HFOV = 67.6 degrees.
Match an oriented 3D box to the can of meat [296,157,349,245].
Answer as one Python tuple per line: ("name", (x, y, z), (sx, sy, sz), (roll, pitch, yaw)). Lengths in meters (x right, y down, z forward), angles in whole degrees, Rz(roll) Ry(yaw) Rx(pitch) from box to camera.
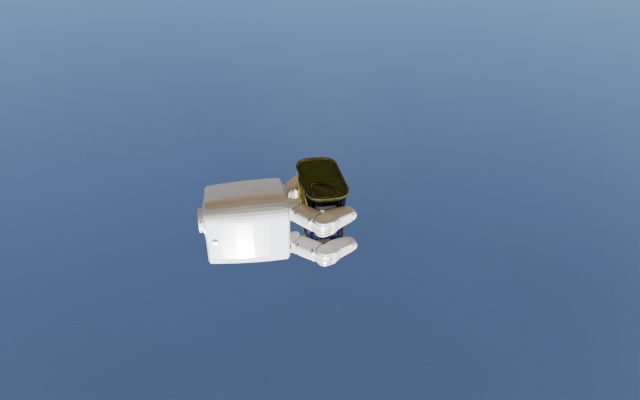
("can of meat", (0.000, 0.002, 0.657), (0.057, 0.084, 0.102), (-6, 36, -12))
